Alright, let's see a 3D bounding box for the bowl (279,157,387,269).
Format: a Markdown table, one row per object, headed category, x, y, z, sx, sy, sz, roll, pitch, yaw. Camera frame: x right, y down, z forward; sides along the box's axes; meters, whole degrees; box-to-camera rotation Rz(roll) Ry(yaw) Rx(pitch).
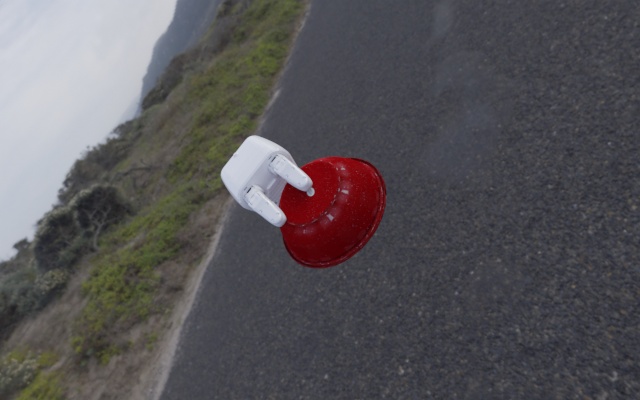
| category | x | y | z | sx | sy | sz | roll | pitch | yaw |
| --- | --- | --- | --- | --- | --- | --- | --- | --- | --- |
| bowl | 0.001 | 0.002 | 0.607 | 0.162 | 0.162 | 0.055 | 0 | -27 | 38 |
